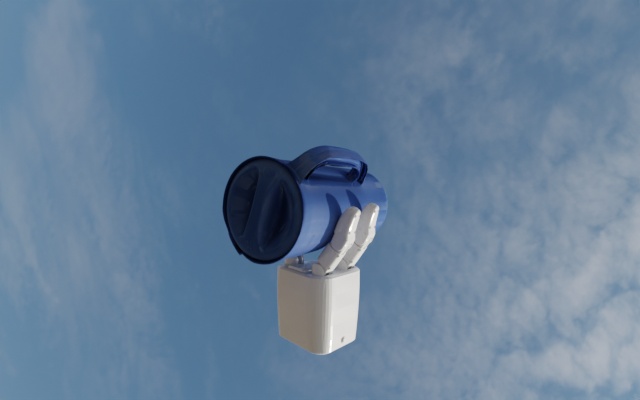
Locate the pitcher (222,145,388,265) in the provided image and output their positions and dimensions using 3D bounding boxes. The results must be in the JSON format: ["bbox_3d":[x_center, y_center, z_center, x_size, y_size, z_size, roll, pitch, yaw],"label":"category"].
[{"bbox_3d":[0.000,0.002,0.667,0.149,0.145,0.243,3,4,36],"label":"pitcher"}]
